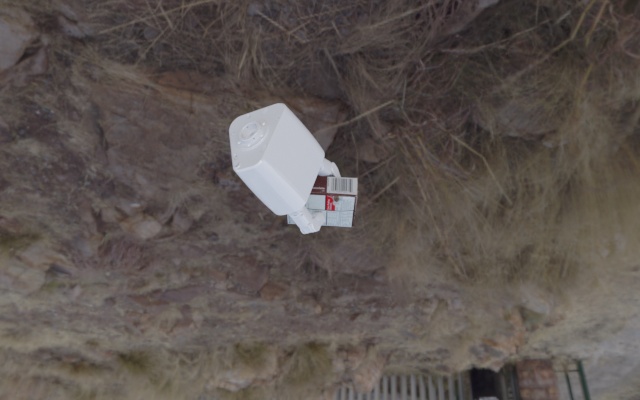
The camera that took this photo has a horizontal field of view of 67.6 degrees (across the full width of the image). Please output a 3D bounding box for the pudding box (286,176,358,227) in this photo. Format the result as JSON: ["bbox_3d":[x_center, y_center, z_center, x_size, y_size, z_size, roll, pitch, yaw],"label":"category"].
[{"bbox_3d":[0.000,0.003,0.748,0.113,0.039,0.090,4,-35,2],"label":"pudding box"}]
